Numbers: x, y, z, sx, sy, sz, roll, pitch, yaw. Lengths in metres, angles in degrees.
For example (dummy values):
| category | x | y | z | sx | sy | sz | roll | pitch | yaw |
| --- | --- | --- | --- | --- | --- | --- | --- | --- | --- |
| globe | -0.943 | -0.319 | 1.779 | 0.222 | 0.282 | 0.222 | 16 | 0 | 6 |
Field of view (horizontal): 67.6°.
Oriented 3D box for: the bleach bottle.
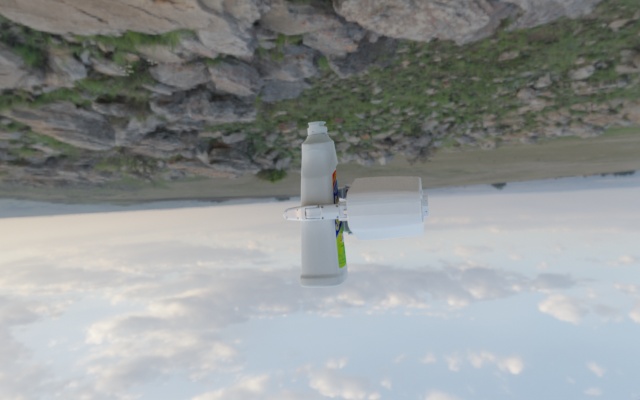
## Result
| category | x | y | z | sx | sy | sz | roll | pitch | yaw |
| --- | --- | --- | --- | --- | --- | --- | --- | --- | --- |
| bleach bottle | 0.000 | 0.002 | 0.746 | 0.068 | 0.251 | 0.102 | -4 | 0 | 13 |
